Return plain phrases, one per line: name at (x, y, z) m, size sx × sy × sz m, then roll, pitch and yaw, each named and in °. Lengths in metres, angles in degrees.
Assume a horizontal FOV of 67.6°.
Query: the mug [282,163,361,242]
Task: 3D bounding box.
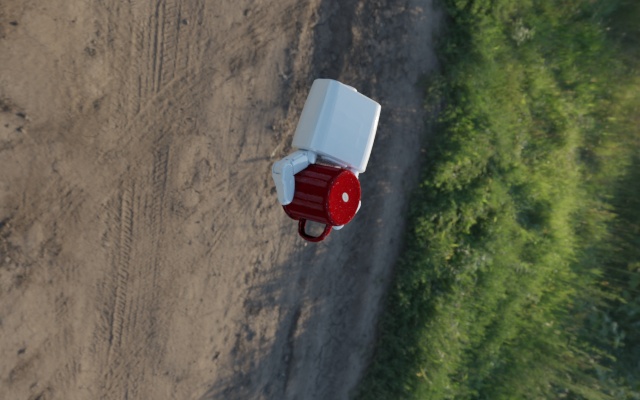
mug at (0.000, 0.004, 0.684) m, size 0.081 × 0.117 × 0.093 m, roll 13°, pitch -5°, yaw 39°
